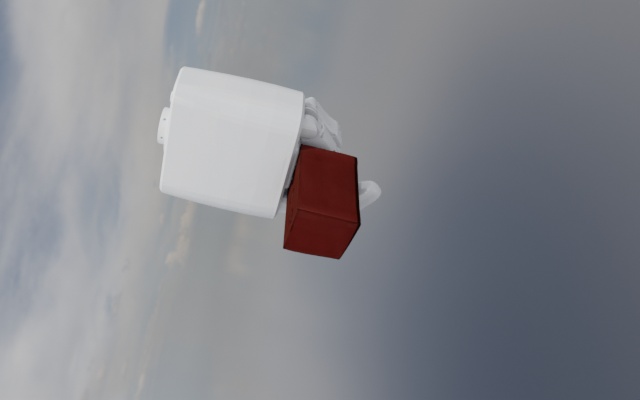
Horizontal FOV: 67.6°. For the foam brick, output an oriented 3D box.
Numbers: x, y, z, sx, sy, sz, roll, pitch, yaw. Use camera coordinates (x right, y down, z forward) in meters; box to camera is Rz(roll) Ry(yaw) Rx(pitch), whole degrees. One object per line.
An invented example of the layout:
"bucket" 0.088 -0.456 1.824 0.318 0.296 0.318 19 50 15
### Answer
"foam brick" 0.000 0.001 0.401 0.051 0.078 0.053 12 -44 -12
